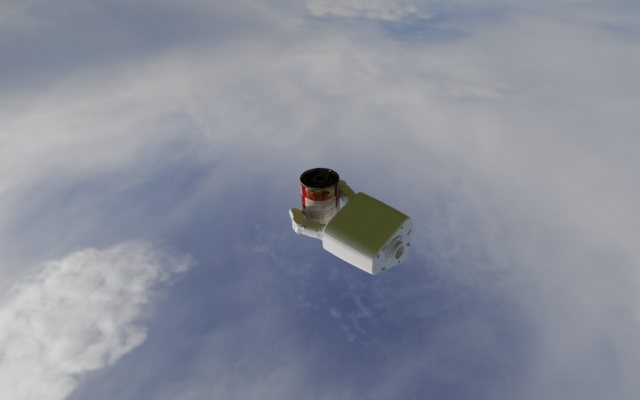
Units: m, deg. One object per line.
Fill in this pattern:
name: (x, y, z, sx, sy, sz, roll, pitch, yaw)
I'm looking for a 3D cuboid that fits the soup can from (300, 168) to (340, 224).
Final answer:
soup can: (0.000, 0.003, 0.841, 0.068, 0.102, 0.068, -2, 34, 1)
